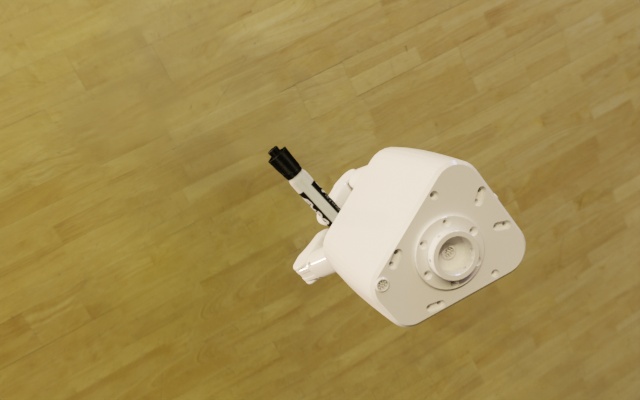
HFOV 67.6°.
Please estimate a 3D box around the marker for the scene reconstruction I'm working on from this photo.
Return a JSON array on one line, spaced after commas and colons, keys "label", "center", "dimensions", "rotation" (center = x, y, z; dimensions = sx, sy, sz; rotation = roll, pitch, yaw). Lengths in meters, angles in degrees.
[{"label": "marker", "center": [0.000, 0.001, 0.402], "dimensions": [0.020, 0.121, 0.020], "rotation": [-38, 17, 14]}]
